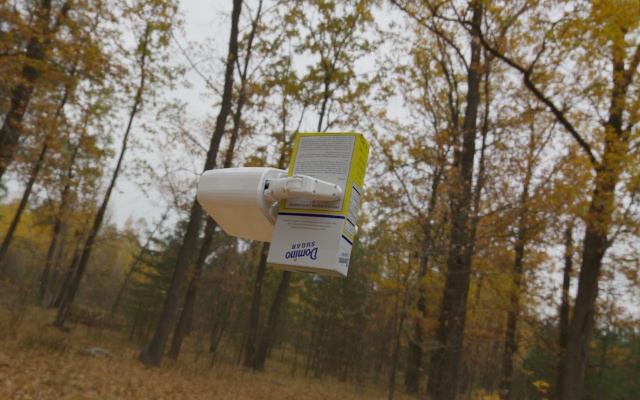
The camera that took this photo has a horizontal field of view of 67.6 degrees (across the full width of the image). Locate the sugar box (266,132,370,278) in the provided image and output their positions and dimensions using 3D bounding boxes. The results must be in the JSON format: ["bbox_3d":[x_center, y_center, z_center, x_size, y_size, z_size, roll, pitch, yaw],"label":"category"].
[{"bbox_3d":[0.000,0.002,0.590,0.093,0.176,0.048,4,-17,27],"label":"sugar box"}]
